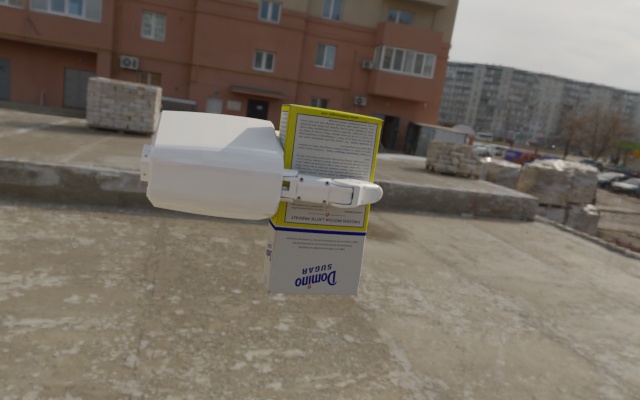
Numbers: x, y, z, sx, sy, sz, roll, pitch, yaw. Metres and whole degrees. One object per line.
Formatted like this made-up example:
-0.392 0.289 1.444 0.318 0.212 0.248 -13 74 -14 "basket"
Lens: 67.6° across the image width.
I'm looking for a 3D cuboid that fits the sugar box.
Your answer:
0.000 0.001 0.463 0.093 0.176 0.048 6 11 -16 "sugar box"
